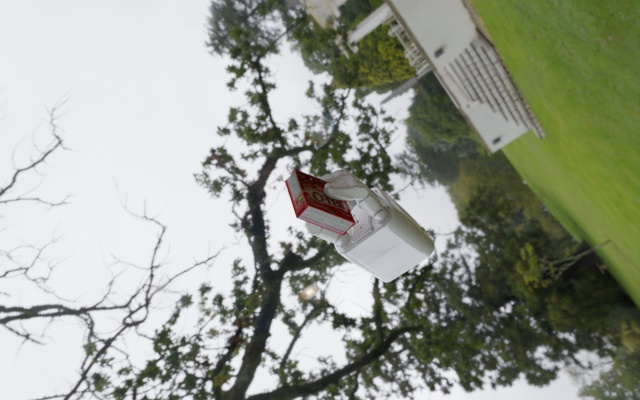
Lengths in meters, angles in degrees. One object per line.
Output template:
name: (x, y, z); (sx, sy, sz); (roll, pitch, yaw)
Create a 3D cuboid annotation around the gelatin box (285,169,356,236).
gelatin box: (0.000, 0.002, 0.655); (0.089, 0.073, 0.030); (21, -57, -35)
